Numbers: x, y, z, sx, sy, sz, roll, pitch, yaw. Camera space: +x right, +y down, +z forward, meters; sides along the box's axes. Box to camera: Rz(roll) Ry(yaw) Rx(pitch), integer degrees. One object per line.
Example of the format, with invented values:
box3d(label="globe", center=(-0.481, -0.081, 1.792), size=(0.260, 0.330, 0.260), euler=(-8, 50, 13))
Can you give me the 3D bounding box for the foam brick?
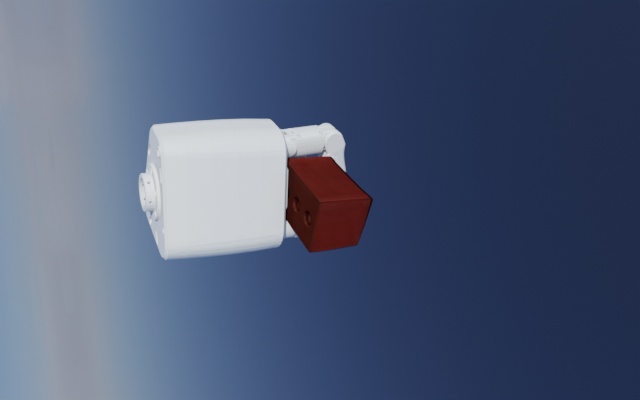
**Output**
box3d(label="foam brick", center=(0.000, 0.001, 0.428), size=(0.051, 0.053, 0.078), euler=(-6, 35, -30))
